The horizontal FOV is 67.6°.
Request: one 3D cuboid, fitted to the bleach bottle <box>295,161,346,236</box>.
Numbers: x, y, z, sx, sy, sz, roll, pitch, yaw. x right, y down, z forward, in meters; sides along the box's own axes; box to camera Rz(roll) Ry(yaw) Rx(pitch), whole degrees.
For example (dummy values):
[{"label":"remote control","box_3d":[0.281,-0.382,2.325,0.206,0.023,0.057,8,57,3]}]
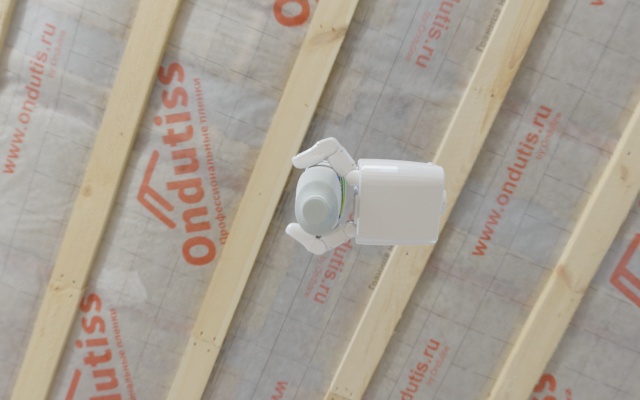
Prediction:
[{"label":"bleach bottle","box_3d":[0.000,0.002,0.633,0.068,0.102,0.251,2,9,3]}]
